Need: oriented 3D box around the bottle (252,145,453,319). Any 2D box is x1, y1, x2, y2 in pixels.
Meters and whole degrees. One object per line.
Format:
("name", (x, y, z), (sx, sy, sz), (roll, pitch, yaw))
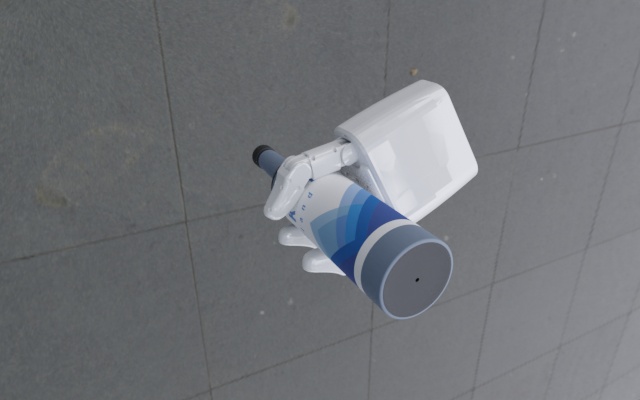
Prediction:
("bottle", (0.000, 0.002, 0.458), (0.069, 0.069, 0.295), (0, 22, -31))
